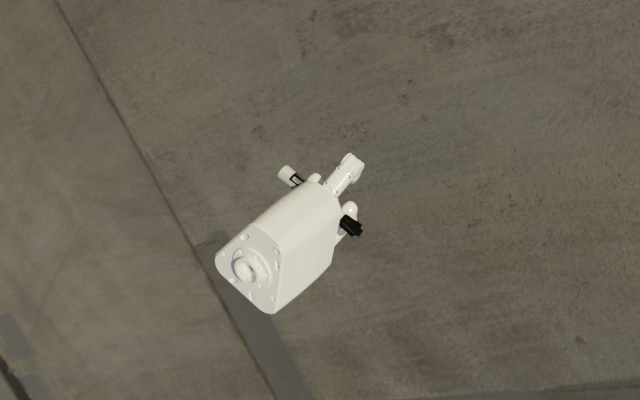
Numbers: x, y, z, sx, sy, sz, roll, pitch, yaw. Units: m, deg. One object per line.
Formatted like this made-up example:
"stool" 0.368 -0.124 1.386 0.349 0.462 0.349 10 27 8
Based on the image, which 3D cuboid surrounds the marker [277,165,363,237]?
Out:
"marker" 0.000 0.002 0.560 0.121 0.020 0.020 39 10 12
